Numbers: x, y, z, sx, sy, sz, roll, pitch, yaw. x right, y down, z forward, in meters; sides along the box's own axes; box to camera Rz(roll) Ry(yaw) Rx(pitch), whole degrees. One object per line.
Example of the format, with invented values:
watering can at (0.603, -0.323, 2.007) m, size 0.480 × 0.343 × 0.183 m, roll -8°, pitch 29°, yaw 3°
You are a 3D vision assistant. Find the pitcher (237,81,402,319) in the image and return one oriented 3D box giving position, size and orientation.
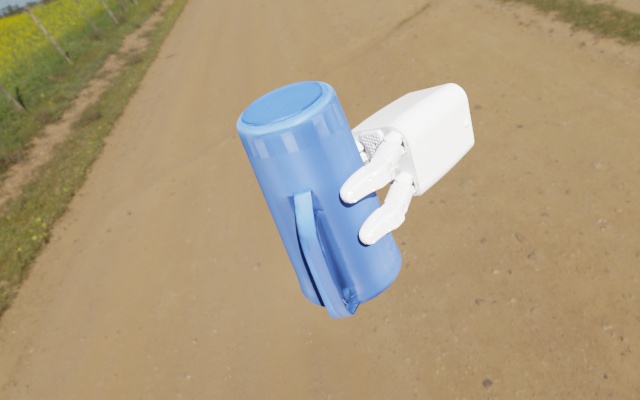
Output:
pitcher at (0.000, 0.002, 0.536) m, size 0.145 × 0.243 × 0.149 m, roll -37°, pitch 34°, yaw -23°
